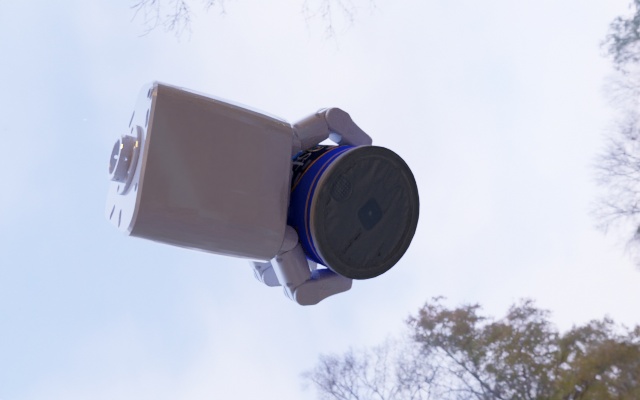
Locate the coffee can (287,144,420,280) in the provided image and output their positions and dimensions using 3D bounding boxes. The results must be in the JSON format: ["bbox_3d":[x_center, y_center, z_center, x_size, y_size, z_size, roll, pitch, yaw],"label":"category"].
[{"bbox_3d":[0.000,0.001,0.415,0.103,0.103,0.140,0,7,-34],"label":"coffee can"}]
